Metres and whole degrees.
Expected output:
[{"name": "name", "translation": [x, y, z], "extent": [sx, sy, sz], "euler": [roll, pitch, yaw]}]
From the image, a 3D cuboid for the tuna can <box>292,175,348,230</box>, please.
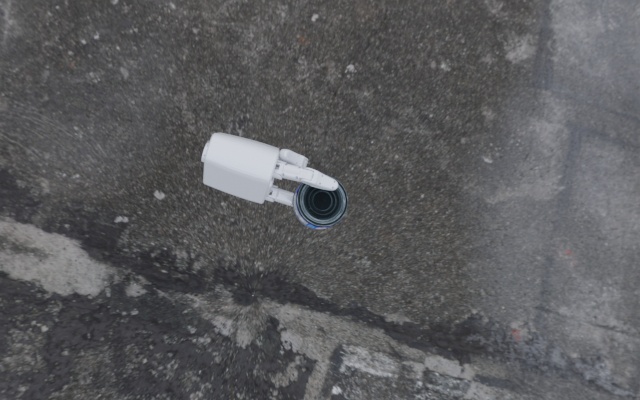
[{"name": "tuna can", "translation": [0.000, 0.002, 0.761], "extent": [0.086, 0.086, 0.034], "euler": [0, -9, -13]}]
